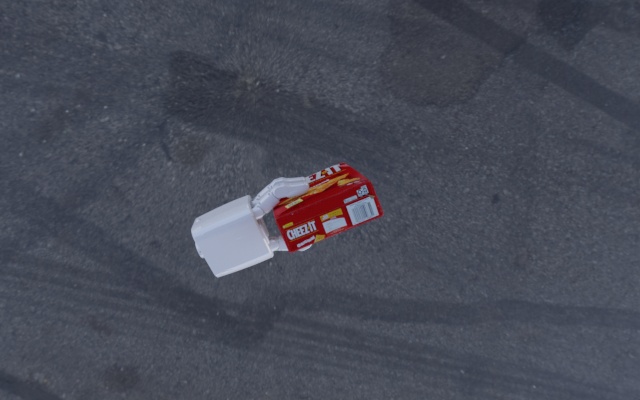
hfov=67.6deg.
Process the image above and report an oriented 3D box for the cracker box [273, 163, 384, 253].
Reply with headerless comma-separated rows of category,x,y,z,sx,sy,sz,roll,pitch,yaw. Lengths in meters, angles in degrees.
cracker box,0.000,0.003,0.842,0.164,0.072,0.213,-22,15,-3
